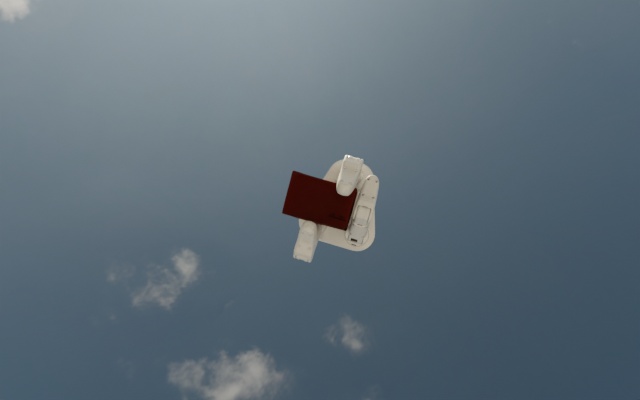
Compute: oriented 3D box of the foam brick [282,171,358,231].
[{"bbox_3d":[0.000,0.002,0.567,0.078,0.053,0.051,16,-2,5],"label":"foam brick"}]
